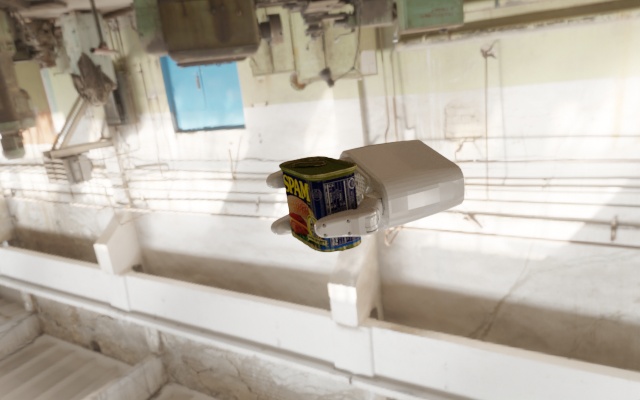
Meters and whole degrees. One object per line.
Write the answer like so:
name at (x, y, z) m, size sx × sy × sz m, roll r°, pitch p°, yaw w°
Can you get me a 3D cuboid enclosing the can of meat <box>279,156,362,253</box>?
can of meat at (0.000, 0.002, 0.510) m, size 0.057 × 0.084 × 0.102 m, roll -14°, pitch 17°, yaw -23°
